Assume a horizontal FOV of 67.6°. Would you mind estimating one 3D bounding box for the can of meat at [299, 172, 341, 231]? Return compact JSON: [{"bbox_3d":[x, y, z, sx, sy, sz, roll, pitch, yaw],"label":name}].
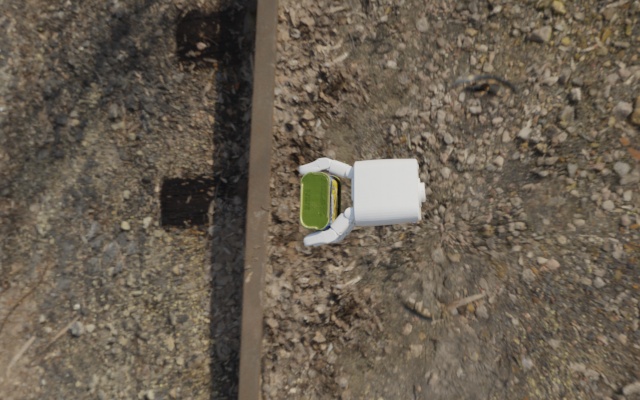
[{"bbox_3d":[0.000,0.003,0.825,0.057,0.102,0.084,0,-3,13],"label":"can of meat"}]
